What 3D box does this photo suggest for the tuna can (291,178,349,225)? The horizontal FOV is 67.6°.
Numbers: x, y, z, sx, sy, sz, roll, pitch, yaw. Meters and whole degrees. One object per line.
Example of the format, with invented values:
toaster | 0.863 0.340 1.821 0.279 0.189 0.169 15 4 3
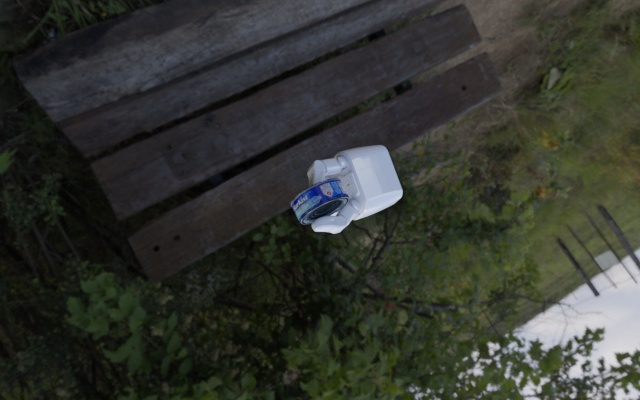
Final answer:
tuna can | 0.000 0.003 0.729 0.086 0.033 0.086 -25 -16 -8
